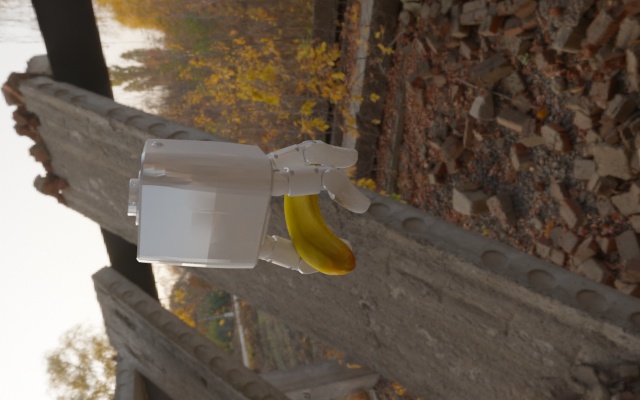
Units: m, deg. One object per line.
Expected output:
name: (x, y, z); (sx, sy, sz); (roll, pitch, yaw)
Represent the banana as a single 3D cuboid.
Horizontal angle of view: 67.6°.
banana: (-0.008, 0.013, 0.476); (0.037, 0.070, 0.197); (15, 35, -22)
